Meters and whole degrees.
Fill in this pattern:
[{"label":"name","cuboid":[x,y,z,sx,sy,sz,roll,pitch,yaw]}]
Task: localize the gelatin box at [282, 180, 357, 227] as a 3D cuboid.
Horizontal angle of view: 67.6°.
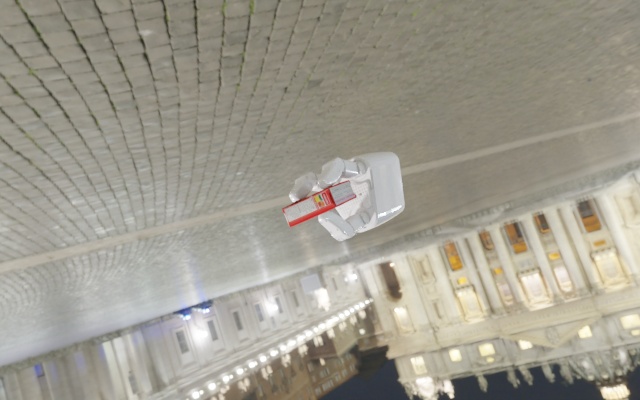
[{"label":"gelatin box","cuboid":[0.000,0.003,0.647,0.073,0.030,0.089,-23,1,24]}]
